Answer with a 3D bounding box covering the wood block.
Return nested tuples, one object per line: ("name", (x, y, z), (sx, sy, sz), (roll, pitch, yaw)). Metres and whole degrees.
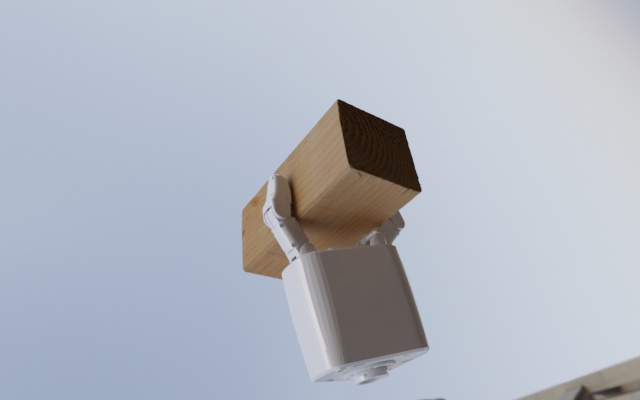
("wood block", (0.000, 0.002, 0.522), (0.091, 0.090, 0.206), (18, -43, -30))
